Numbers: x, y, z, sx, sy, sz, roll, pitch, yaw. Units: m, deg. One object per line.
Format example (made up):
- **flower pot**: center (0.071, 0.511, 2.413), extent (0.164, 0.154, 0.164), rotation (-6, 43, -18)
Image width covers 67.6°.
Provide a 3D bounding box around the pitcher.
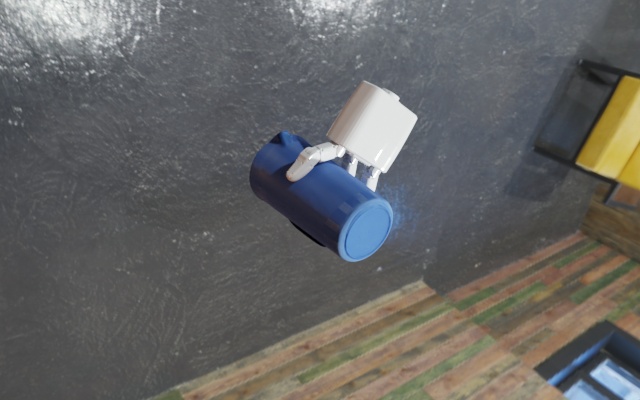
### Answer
- **pitcher**: center (0.000, 0.002, 0.783), extent (0.149, 0.145, 0.242), rotation (28, 7, -48)
